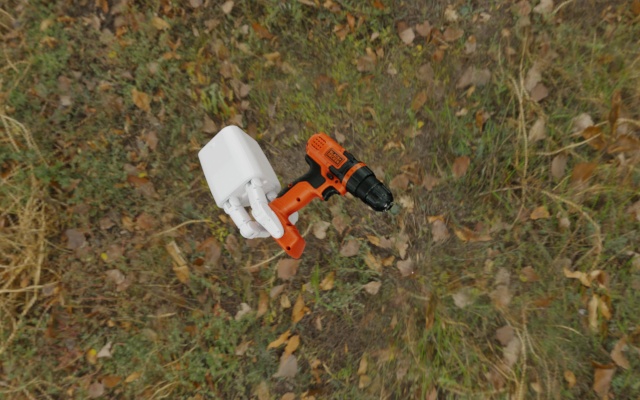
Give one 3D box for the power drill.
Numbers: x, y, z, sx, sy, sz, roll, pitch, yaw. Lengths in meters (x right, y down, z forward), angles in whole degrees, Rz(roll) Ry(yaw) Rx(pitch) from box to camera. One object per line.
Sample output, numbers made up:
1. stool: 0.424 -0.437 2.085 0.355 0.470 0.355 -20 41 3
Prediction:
1. power drill: 0.000 0.003 0.771 0.184 0.187 0.057 44 -3 28
